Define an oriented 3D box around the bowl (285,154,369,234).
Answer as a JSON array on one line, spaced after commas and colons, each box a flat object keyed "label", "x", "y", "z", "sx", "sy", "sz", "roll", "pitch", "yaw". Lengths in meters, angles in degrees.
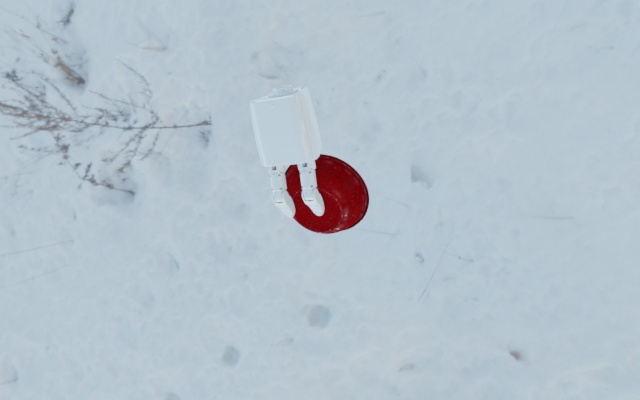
[{"label": "bowl", "x": 0.001, "y": 0.004, "z": 0.828, "sx": 0.162, "sy": 0.162, "sz": 0.055, "roll": 0, "pitch": 33, "yaw": 20}]
